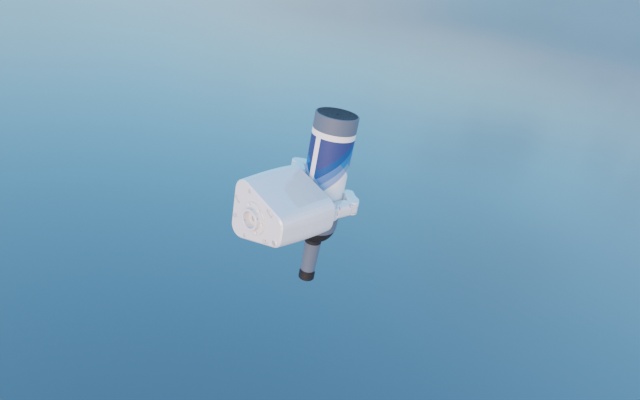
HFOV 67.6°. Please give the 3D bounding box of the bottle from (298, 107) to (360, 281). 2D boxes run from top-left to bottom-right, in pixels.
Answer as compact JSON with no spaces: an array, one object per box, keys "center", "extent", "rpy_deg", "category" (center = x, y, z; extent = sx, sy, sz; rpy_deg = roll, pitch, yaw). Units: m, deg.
[{"center":[0.000,0.002,0.766],"extent":[0.069,0.296,0.069],"rpy_deg":[9,26,-4],"category":"bottle"}]
